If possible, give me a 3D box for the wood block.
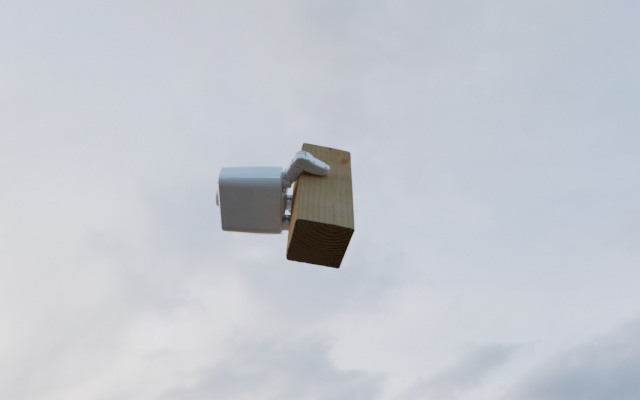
[{"bbox_3d":[0.000,0.002,0.798,0.090,0.091,0.206,11,39,-8],"label":"wood block"}]
